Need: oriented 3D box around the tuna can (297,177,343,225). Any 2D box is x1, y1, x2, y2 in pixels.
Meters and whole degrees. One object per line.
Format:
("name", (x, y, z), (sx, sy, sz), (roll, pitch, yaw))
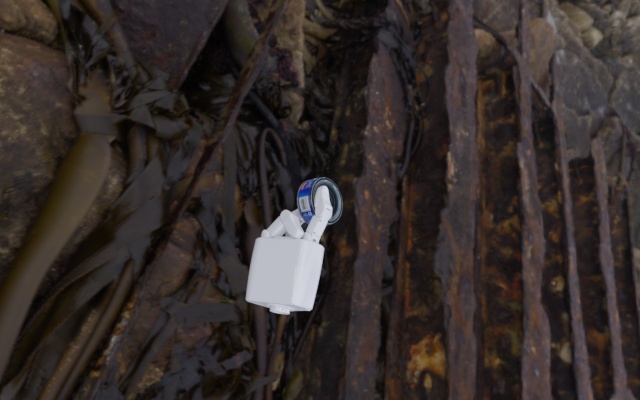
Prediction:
("tuna can", (0.001, 0.003, 0.838), (0.034, 0.086, 0.086), (-13, -8, 41))
